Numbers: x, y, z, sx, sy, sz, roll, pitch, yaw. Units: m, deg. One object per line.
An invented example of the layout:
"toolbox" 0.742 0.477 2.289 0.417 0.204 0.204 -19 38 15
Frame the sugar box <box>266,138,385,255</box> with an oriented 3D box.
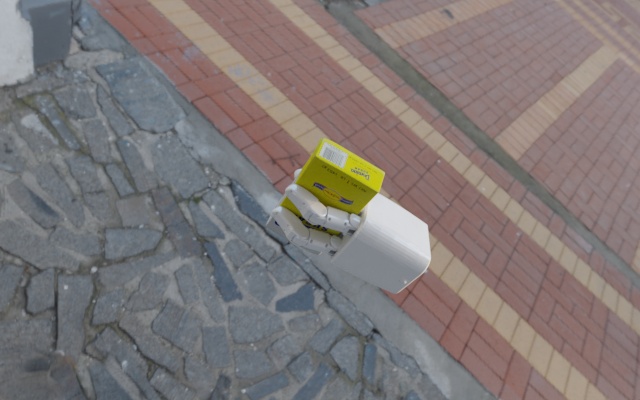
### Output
"sugar box" 0.000 0.002 0.644 0.093 0.048 0.176 30 -44 -7
